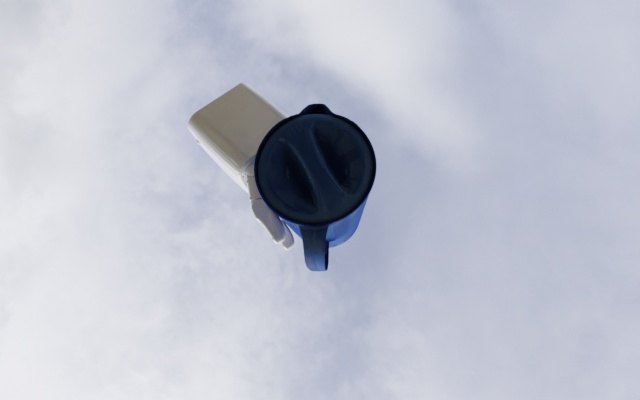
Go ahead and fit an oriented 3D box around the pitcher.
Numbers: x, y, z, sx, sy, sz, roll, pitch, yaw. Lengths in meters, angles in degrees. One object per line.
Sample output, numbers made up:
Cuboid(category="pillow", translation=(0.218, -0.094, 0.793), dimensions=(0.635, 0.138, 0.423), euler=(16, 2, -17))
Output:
Cuboid(category="pitcher", translation=(0.000, 0.002, 0.624), dimensions=(0.145, 0.149, 0.243), euler=(43, -8, 13))
